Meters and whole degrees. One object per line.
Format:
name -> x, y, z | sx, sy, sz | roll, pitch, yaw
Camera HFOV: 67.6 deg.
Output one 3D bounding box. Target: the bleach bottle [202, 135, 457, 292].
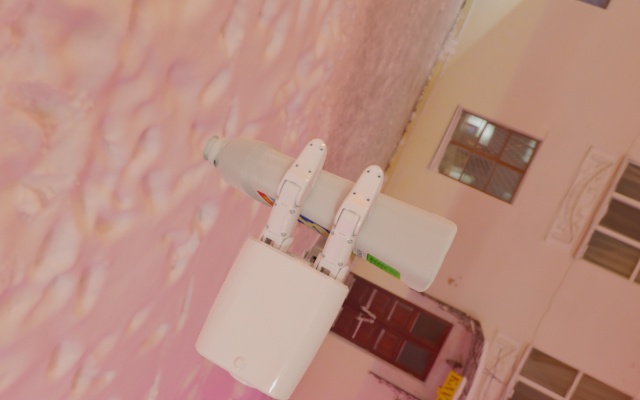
bleach bottle -> 0.000, 0.001, 0.464 | 0.251, 0.068, 0.102 | 26, -8, 13
